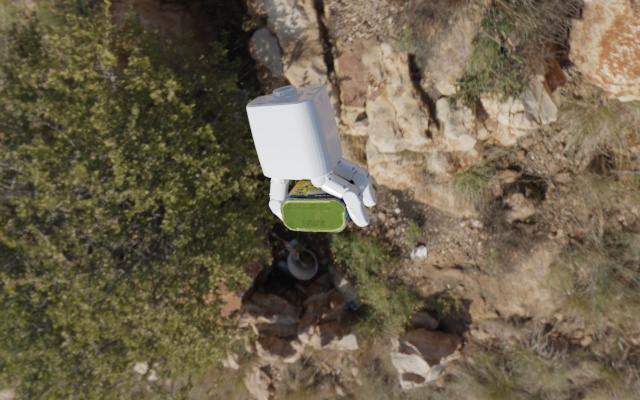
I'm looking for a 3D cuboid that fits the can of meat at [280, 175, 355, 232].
[{"bbox_3d":[0.000,0.003,0.700,0.102,0.057,0.084,0,27,17],"label":"can of meat"}]
